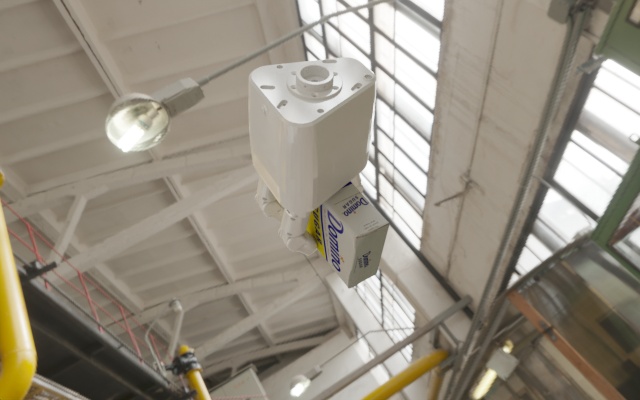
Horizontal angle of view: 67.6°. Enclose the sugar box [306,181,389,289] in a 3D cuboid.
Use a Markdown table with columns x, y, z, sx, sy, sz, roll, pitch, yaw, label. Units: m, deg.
| x | y | z | sx | sy | sz | roll | pitch | yaw | label |
| --- | --- | --- | --- | --- | --- | --- | --- | --- | --- |
| 0.000 | 0.002 | 0.524 | 0.048 | 0.176 | 0.093 | -23 | -36 | -21 | sugar box |
